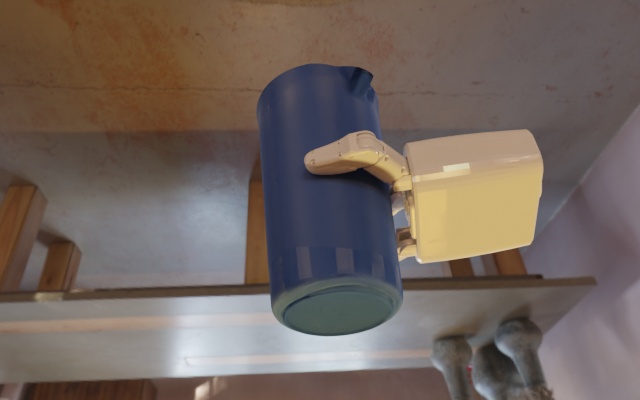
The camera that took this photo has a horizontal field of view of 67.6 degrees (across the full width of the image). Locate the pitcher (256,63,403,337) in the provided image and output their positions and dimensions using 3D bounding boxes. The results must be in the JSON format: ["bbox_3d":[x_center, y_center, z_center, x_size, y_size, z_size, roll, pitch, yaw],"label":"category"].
[{"bbox_3d":[0.000,0.001,0.460,0.145,0.242,0.149,-9,-37,5],"label":"pitcher"}]
